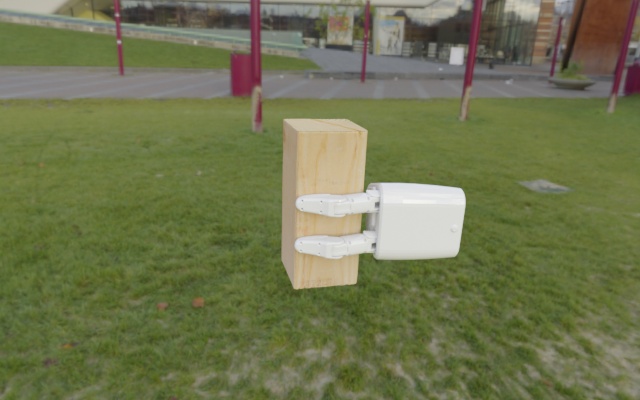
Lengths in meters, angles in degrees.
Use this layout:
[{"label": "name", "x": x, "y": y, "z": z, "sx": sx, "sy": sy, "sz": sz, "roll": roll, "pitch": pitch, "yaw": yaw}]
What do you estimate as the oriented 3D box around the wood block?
[{"label": "wood block", "x": 0.000, "y": 0.002, "z": 0.633, "sx": 0.090, "sy": 0.206, "sz": 0.090, "roll": -3, "pitch": 19, "yaw": -14}]
